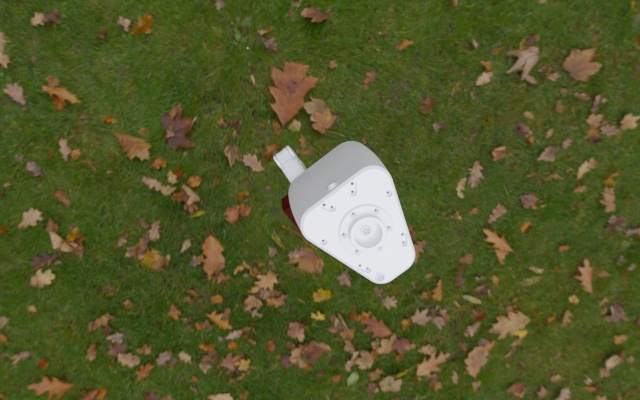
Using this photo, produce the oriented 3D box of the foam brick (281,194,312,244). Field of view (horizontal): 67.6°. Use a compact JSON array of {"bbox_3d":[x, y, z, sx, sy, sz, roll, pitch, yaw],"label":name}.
[{"bbox_3d":[0.000,0.002,0.552,0.078,0.053,0.051,-37,17,5],"label":"foam brick"}]
